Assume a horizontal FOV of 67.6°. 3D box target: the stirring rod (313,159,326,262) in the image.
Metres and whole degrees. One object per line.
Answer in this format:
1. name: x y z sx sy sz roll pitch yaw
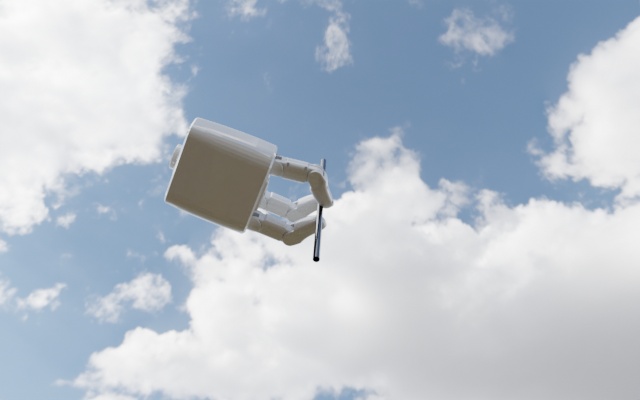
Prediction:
1. stirring rod: 0.000 0.002 0.622 0.011 0.011 0.239 0 31 3
